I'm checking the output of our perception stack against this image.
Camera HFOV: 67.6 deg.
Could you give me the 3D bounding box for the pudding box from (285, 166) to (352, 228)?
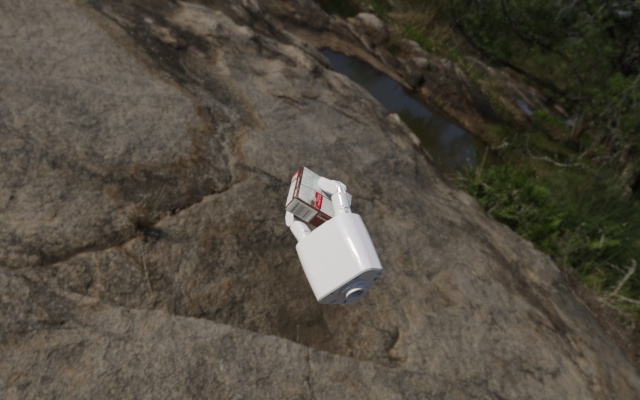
[{"bbox_3d":[0.000,0.003,0.827,0.113,0.090,0.039,32,-53,-19],"label":"pudding box"}]
